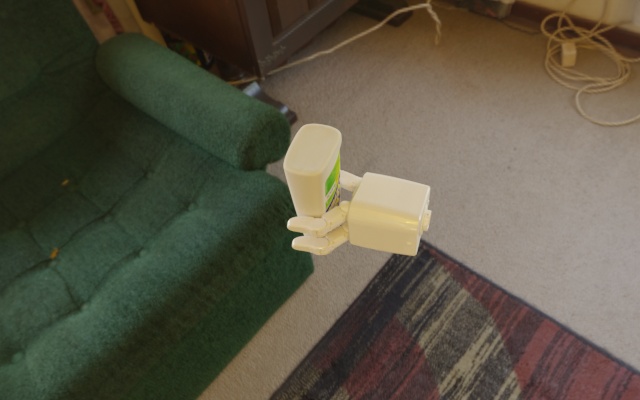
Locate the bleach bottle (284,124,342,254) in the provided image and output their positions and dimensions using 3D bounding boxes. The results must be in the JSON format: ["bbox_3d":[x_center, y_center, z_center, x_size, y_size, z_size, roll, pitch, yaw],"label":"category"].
[{"bbox_3d":[0.000,0.003,0.765,0.068,0.102,0.251,13,-34,17],"label":"bleach bottle"}]
